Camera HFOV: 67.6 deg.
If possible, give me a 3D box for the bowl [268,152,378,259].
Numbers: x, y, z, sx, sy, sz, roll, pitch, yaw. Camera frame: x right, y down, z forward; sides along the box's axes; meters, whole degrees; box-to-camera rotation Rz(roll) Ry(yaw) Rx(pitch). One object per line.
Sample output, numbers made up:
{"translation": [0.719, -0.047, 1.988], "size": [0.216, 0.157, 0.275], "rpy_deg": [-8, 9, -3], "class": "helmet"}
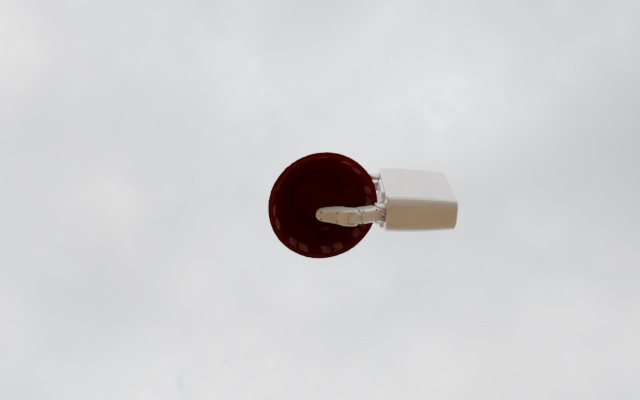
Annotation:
{"translation": [-0.001, 0.002, 0.710], "size": [0.162, 0.162, 0.055], "rpy_deg": [0, 17, -12], "class": "bowl"}
